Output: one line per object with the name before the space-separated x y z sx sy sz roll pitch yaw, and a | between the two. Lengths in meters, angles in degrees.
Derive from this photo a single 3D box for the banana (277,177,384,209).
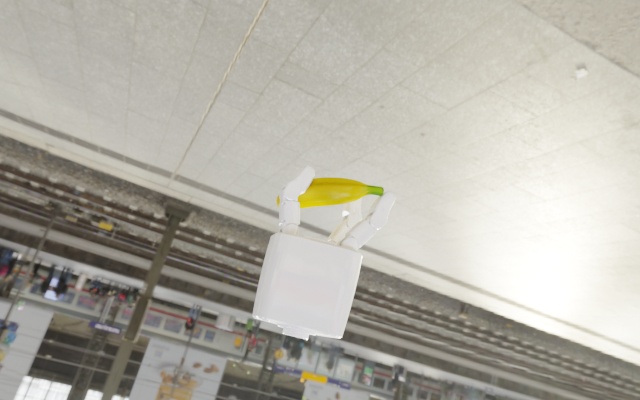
banana | -0.010 -0.005 0.666 0.198 0.037 0.070 -6 -24 45
